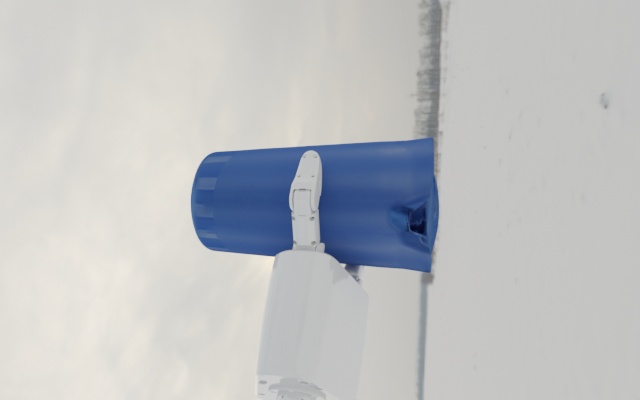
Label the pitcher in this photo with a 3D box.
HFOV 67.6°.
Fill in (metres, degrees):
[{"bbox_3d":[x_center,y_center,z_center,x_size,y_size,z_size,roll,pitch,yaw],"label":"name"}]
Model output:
[{"bbox_3d":[0.000,0.002,0.505,0.243,0.145,0.149,1,-34,12],"label":"pitcher"}]
